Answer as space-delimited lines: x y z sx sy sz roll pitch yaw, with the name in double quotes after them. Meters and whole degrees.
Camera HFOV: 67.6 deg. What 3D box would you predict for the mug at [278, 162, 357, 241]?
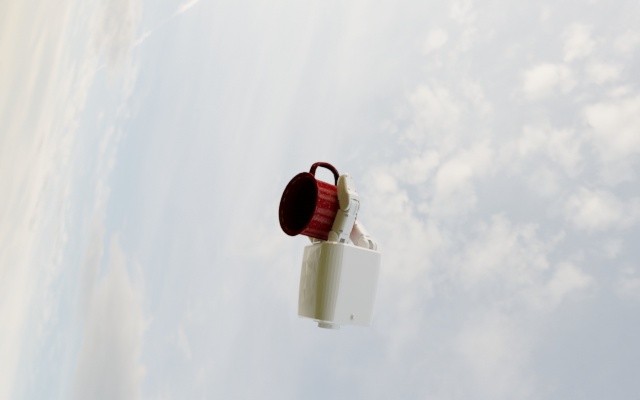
0.000 0.001 0.691 0.081 0.117 0.093 17 -14 -36 "mug"
